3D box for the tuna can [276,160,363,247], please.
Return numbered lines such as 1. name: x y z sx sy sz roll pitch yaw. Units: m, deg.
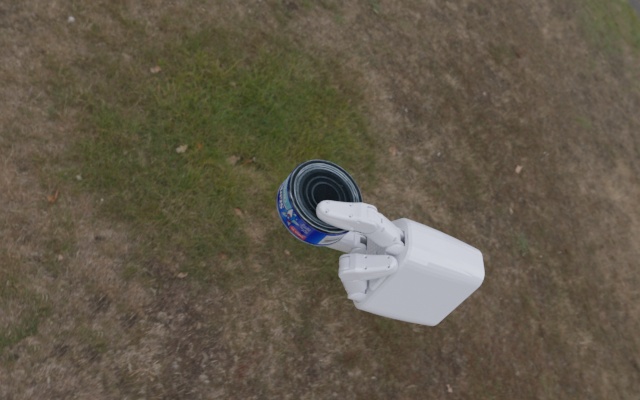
1. tuna can: 0.000 0.001 0.489 0.086 0.086 0.034 0 -26 -29
